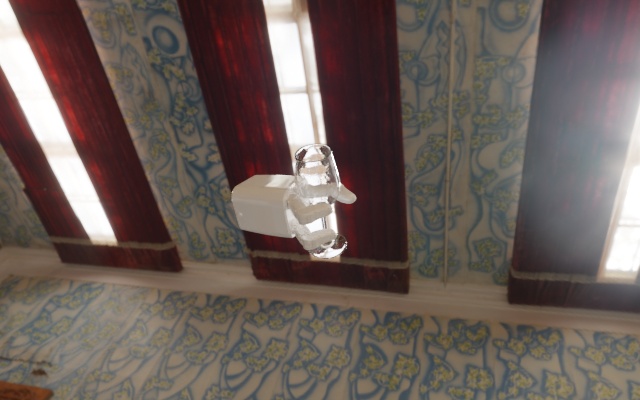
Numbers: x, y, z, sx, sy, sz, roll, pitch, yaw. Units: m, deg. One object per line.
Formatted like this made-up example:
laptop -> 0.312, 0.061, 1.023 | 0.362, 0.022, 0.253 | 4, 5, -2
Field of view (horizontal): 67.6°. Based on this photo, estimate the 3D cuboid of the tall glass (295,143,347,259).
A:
tall glass -> 0.000, 0.003, 0.834 | 0.079, 0.201, 0.079 | -6, 35, 4
